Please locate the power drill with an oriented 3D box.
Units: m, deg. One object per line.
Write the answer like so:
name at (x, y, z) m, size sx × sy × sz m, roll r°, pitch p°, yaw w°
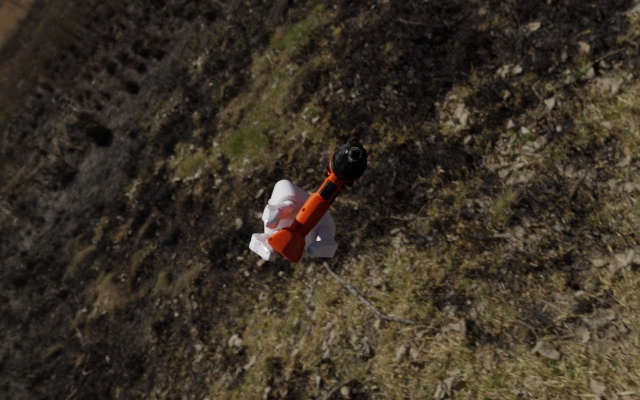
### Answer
power drill at (0.000, 0.003, 0.700) m, size 0.057 × 0.187 × 0.184 m, roll 38°, pitch -5°, yaw 3°
